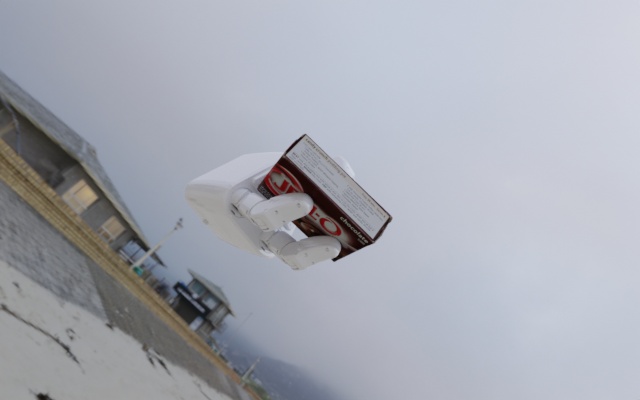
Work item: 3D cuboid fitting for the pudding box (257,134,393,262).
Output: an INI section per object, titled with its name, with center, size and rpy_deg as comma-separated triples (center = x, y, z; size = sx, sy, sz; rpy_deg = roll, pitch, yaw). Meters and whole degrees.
[pudding box]
center = 0.000, 0.001, 0.452
size = 0.113, 0.039, 0.090
rpy_deg = 42, -27, -5
